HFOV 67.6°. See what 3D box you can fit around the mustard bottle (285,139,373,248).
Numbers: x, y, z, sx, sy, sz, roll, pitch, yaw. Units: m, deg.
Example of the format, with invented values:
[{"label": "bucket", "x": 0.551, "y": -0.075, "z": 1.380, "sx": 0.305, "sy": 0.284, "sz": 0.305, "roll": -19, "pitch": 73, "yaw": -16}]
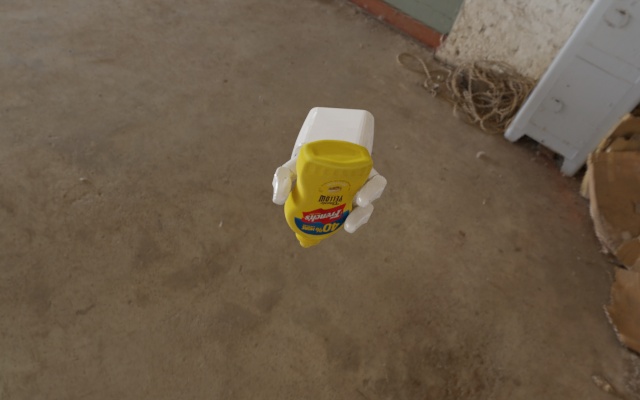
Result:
[{"label": "mustard bottle", "x": 0.000, "y": 0.002, "z": 0.677, "sx": 0.096, "sy": 0.058, "sz": 0.192, "roll": 0, "pitch": -42, "yaw": -20}]
